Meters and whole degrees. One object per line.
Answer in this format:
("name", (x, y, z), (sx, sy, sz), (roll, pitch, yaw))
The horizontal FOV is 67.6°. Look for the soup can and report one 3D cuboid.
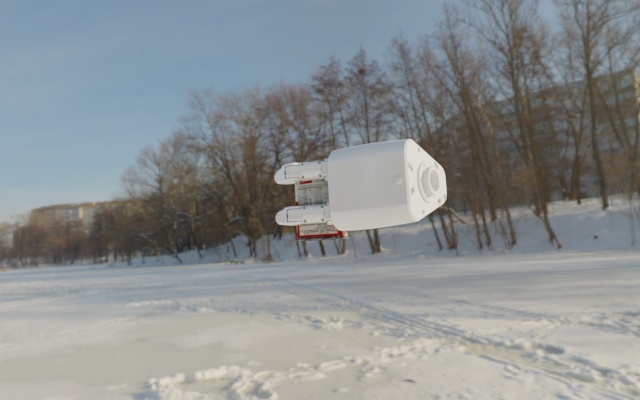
("soup can", (0.000, 0.002, 0.635), (0.068, 0.102, 0.068), (-3, -5, 0))
